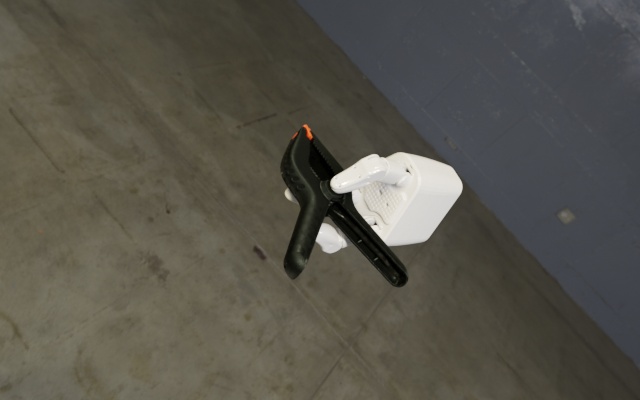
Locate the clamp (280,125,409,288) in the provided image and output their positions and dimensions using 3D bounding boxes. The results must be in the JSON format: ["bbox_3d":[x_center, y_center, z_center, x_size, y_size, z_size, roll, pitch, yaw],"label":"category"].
[{"bbox_3d":[0.001,0.001,0.512,0.164,0.210,0.036,7,-40,-47],"label":"clamp"}]
